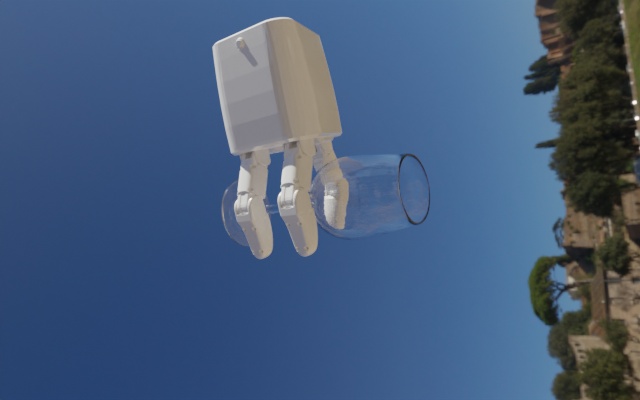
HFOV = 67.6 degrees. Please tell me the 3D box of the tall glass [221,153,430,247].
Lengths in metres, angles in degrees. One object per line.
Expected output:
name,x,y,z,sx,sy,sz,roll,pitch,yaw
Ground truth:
tall glass,0.000,0.002,0.463,0.201,0.079,0.079,-8,-5,35
